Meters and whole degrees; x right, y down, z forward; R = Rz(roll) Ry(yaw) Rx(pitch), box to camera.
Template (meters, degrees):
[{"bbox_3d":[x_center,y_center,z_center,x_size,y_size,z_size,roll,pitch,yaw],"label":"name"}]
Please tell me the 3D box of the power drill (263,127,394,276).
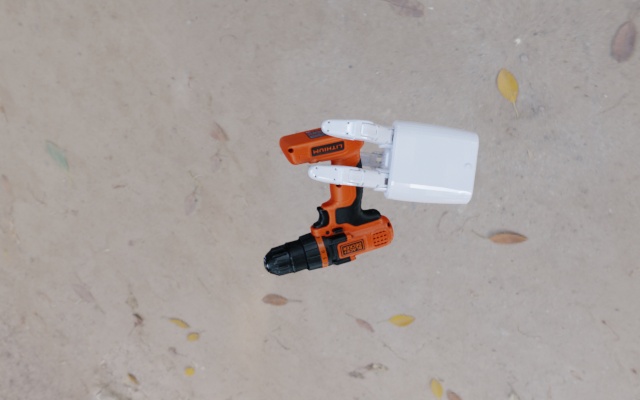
[{"bbox_3d":[0.000,0.002,0.630,0.184,0.188,0.057,-16,26,-12],"label":"power drill"}]
